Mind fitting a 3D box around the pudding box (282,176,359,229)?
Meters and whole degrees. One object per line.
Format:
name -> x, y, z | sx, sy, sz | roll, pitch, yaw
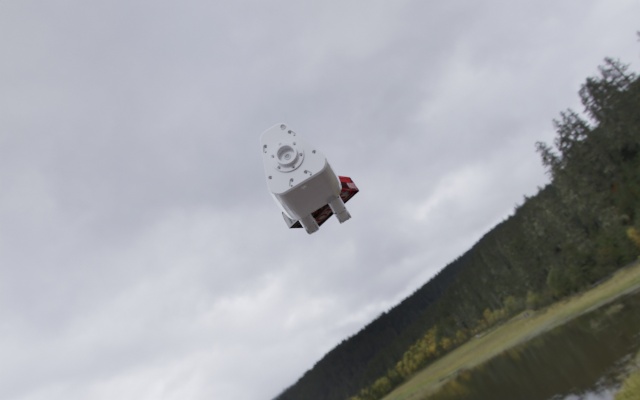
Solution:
pudding box -> 0.000, 0.003, 0.828 | 0.113, 0.039, 0.090 | -41, -24, 26
